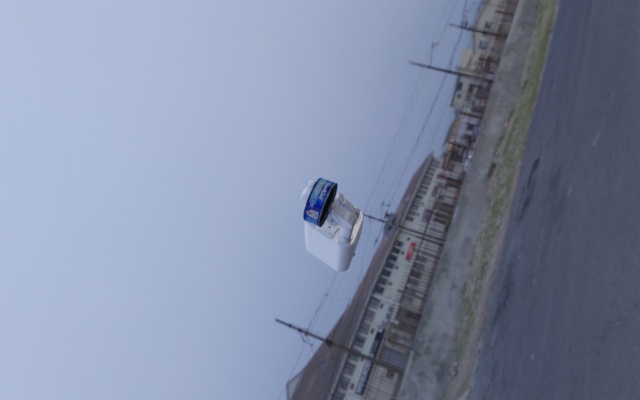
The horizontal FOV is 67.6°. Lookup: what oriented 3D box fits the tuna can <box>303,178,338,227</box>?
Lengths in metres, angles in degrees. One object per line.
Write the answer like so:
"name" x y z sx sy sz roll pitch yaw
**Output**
"tuna can" 0.000 0.003 0.864 0.034 0.086 0.086 21 4 10
